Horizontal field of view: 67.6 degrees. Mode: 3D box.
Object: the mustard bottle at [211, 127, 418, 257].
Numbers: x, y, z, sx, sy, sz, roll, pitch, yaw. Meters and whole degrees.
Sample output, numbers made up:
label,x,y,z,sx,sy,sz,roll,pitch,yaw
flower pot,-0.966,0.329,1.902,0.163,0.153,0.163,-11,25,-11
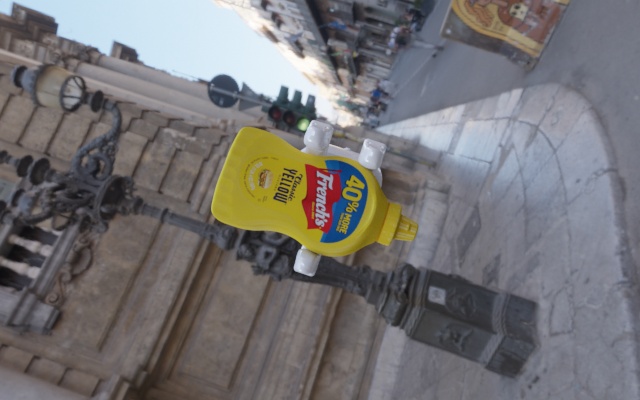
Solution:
label,x,y,z,sx,sy,sz,roll,pitch,yaw
mustard bottle,0.000,0.001,0.461,0.191,0.096,0.058,18,-12,3
